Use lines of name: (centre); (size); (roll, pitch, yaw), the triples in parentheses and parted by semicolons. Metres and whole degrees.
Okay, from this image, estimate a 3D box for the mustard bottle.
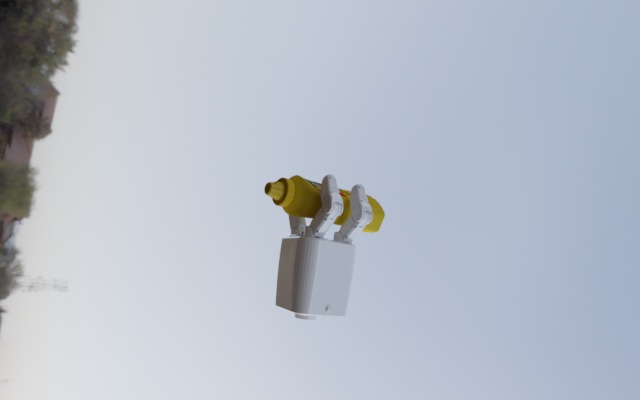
mustard bottle: (0.000, 0.002, 0.713); (0.192, 0.058, 0.096); (14, 14, -38)
